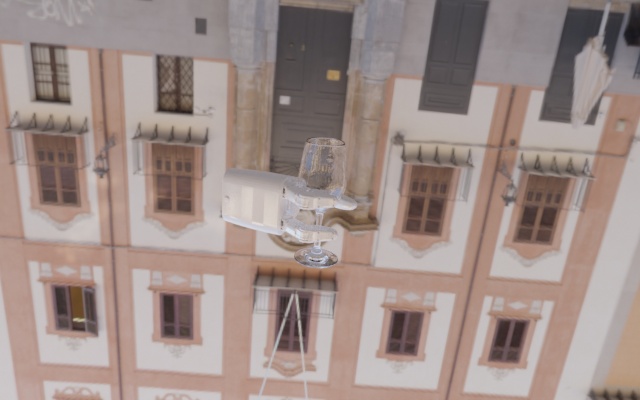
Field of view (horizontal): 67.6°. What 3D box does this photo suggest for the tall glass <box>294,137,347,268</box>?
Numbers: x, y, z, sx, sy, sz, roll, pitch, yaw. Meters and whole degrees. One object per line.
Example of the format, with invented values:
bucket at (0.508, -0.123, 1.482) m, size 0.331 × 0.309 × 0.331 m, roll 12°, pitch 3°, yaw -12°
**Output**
tall glass at (0.000, 0.003, 0.771) m, size 0.079 × 0.201 × 0.079 m, roll 5°, pitch 19°, yaw -2°
